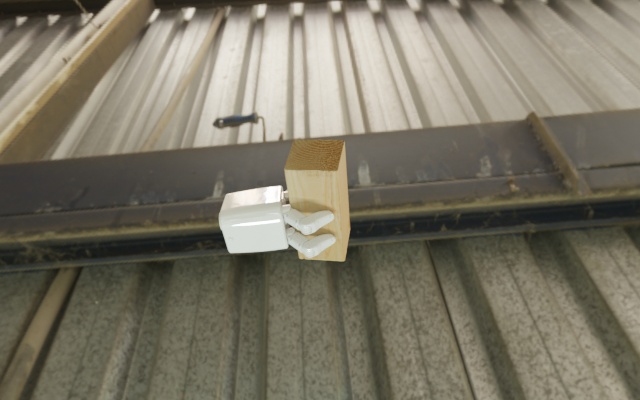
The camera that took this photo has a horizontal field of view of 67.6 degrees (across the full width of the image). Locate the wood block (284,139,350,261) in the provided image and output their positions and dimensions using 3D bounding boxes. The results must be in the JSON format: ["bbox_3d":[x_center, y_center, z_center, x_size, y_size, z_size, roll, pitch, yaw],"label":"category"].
[{"bbox_3d":[0.000,0.003,0.847,0.090,0.206,0.090,2,41,9],"label":"wood block"}]
